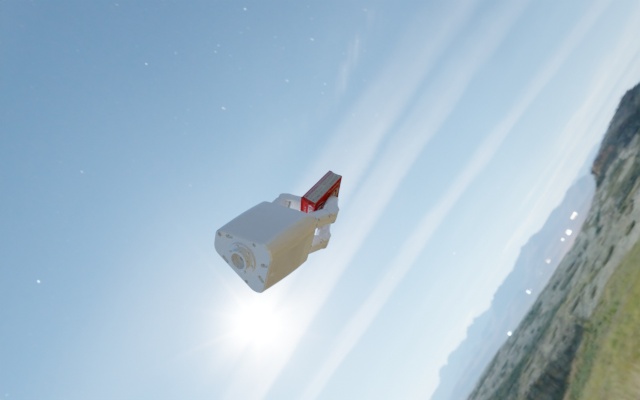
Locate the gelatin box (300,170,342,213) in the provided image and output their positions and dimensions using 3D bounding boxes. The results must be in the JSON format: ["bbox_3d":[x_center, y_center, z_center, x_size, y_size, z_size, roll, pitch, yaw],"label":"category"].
[{"bbox_3d":[0.000,0.002,0.813,0.030,0.073,0.089,28,48,19],"label":"gelatin box"}]
